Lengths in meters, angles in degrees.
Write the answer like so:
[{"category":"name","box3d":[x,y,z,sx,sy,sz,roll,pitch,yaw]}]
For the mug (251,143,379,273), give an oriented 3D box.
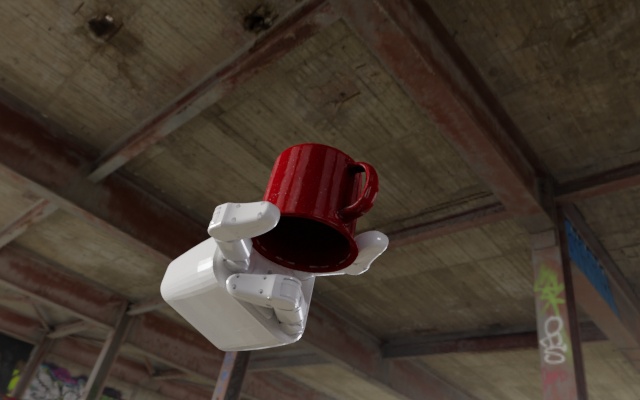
[{"category":"mug","box3d":[0.001,0.001,0.405,0.093,0.081,0.117,36,-42,-30]}]
